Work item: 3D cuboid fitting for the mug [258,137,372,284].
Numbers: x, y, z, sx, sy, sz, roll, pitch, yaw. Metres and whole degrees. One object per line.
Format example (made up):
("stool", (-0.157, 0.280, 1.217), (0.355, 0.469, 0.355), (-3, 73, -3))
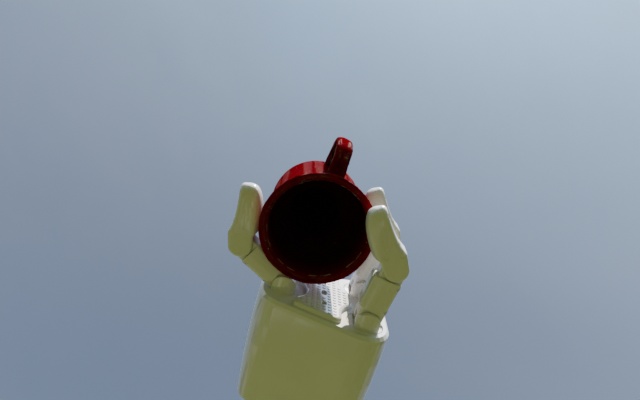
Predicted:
("mug", (0.000, 0.000, 0.408), (0.093, 0.117, 0.081), (16, 15, -6))
